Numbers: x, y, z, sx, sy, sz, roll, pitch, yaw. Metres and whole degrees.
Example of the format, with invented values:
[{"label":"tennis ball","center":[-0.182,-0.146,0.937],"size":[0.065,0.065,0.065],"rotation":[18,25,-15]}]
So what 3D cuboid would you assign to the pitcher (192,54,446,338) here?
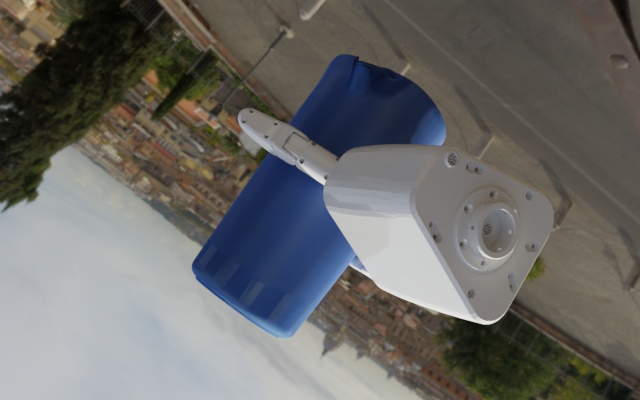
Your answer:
[{"label":"pitcher","center":[0.000,0.001,0.447],"size":[0.149,0.243,0.145],"rotation":[41,-14,-22]}]
